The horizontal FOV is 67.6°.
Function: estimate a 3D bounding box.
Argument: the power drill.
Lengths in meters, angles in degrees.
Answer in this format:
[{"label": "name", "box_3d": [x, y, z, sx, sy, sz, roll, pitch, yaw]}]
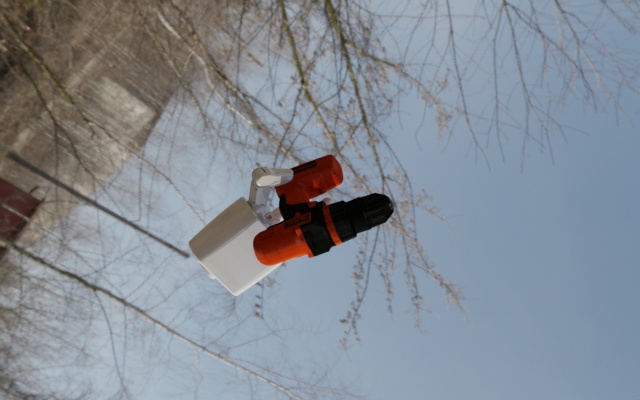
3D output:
[{"label": "power drill", "box_3d": [0.000, 0.002, 0.657, 0.184, 0.057, 0.187, -19, 26, 8]}]
